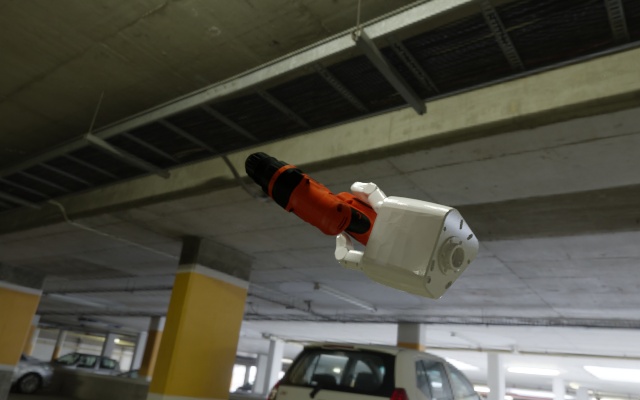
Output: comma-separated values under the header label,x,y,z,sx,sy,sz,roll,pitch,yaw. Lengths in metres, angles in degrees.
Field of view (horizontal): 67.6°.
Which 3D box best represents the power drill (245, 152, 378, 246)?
label,x,y,z,sx,sy,sz,roll,pitch,yaw
power drill,0.001,0.002,0.669,0.184,0.057,0.188,36,9,35
